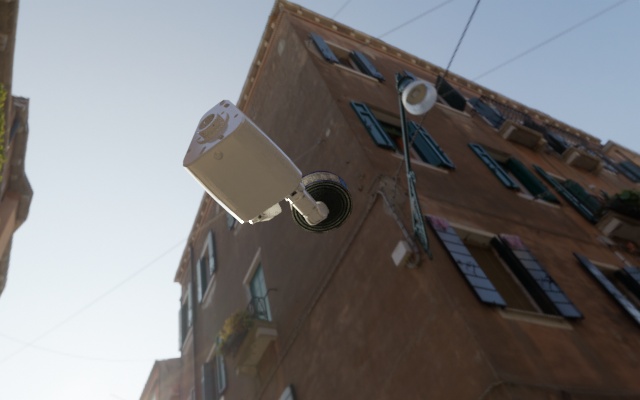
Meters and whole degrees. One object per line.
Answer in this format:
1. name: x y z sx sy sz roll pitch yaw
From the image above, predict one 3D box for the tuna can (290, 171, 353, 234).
1. tuna can: 0.000 0.002 0.668 0.086 0.086 0.033 0 33 -12
